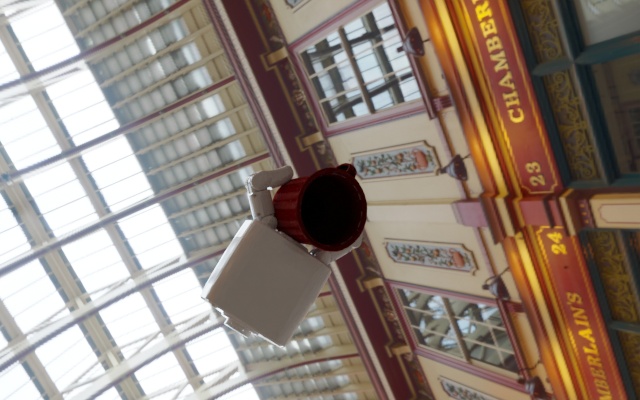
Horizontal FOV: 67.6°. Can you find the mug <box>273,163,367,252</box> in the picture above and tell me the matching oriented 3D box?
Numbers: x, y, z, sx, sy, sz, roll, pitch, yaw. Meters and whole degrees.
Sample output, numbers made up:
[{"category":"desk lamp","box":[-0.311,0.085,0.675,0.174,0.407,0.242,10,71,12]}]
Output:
[{"category":"mug","box":[0.001,0.001,0.565,0.093,0.117,0.081,41,-21,-23]}]
